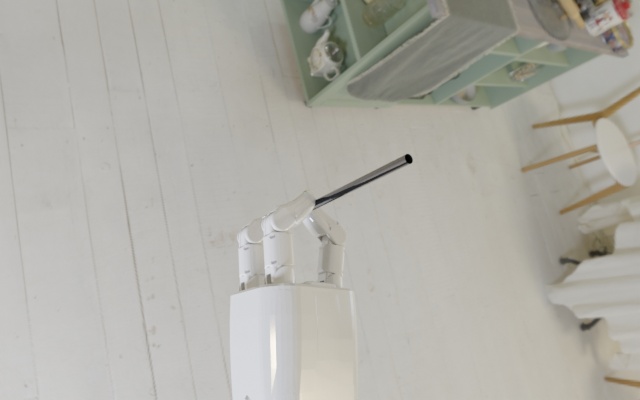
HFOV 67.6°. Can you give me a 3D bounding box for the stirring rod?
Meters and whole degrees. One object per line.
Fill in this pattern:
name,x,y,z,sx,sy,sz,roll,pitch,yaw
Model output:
stirring rod,0.000,0.002,0.448,0.011,0.011,0.239,0,-16,-34
